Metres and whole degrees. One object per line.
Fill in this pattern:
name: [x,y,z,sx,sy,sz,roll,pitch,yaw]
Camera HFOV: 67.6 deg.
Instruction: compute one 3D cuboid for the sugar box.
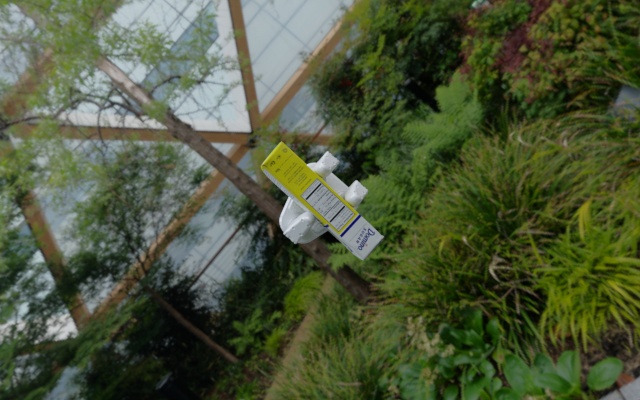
sugar box: [0.000,0.002,0.630,0.176,0.048,0.093,41,-4,-3]
